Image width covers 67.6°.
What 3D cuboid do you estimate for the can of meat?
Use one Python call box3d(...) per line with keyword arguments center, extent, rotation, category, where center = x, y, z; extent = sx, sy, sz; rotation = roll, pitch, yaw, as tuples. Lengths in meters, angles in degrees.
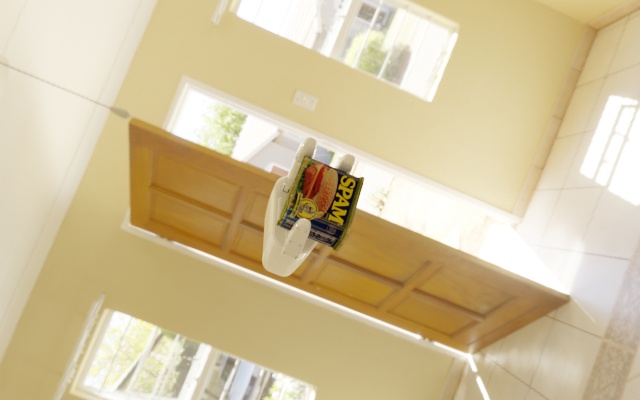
box3d(center=(0.000, 0.002, 0.607), extent=(0.084, 0.102, 0.057), rotation=(22, -29, -5), category="can of meat")
